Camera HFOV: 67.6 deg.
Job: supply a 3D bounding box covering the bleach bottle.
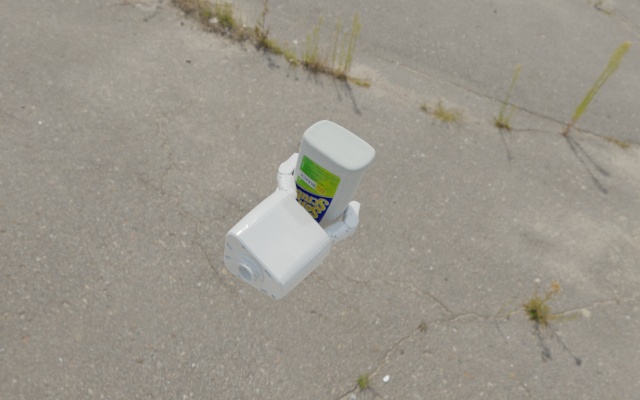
[{"bbox_3d":[0.000,0.002,0.733,0.102,0.251,0.068,36,50,16],"label":"bleach bottle"}]
